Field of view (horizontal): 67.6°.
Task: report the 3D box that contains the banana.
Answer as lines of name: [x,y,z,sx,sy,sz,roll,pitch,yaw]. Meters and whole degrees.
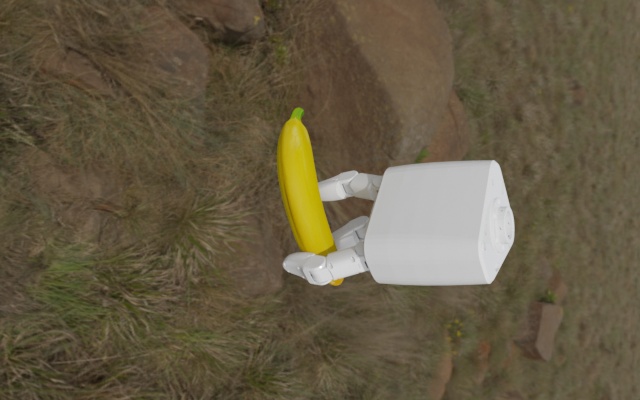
banana: [-0.010,0.002,0.491,0.037,0.198,0.069,-7,8,32]
